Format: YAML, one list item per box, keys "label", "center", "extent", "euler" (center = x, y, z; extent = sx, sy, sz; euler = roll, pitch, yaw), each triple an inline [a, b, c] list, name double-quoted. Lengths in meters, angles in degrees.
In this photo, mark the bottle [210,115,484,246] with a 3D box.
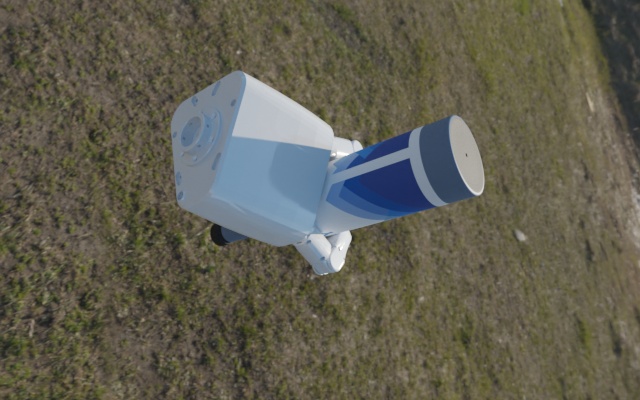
- label: "bottle"
  center: [0.000, 0.001, 0.457]
  extent: [0.296, 0.069, 0.069]
  euler: [-18, -11, 35]
